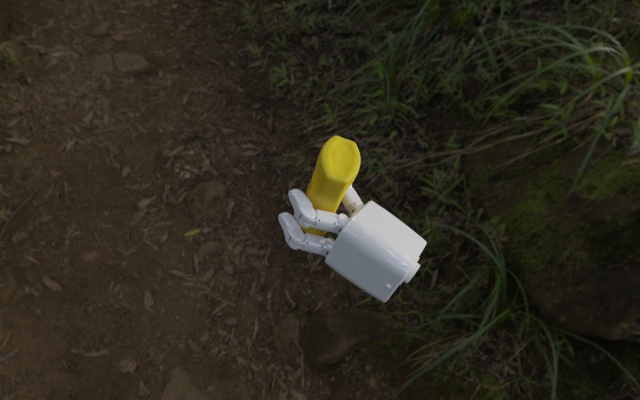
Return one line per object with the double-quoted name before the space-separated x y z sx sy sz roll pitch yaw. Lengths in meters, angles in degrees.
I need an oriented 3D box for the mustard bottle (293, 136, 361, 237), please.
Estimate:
"mustard bottle" 0.000 0.002 0.714 0.058 0.096 0.192 18 -46 -7
